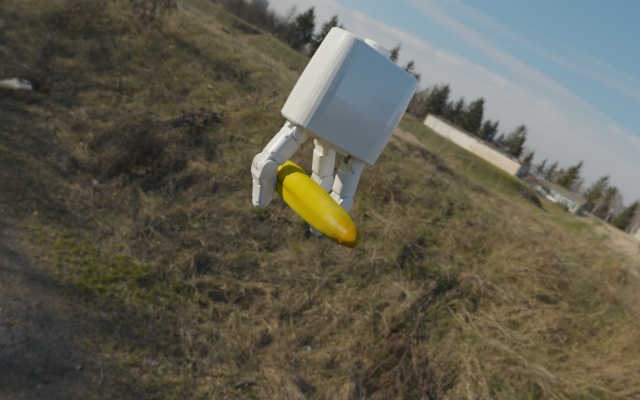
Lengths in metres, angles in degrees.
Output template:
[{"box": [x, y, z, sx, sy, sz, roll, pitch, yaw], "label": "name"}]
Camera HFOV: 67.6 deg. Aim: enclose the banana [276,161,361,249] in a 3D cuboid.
[{"box": [-0.016, -0.008, 0.516, 0.070, 0.037, 0.197, 30, 7, -25], "label": "banana"}]
